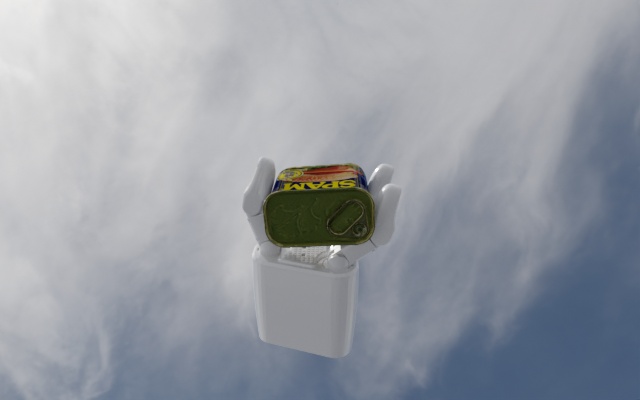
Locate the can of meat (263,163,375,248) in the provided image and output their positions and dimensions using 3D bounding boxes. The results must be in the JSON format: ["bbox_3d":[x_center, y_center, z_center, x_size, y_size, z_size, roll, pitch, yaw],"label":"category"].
[{"bbox_3d":[0.000,0.001,0.472,0.102,0.057,0.084,-3,21,3],"label":"can of meat"}]
